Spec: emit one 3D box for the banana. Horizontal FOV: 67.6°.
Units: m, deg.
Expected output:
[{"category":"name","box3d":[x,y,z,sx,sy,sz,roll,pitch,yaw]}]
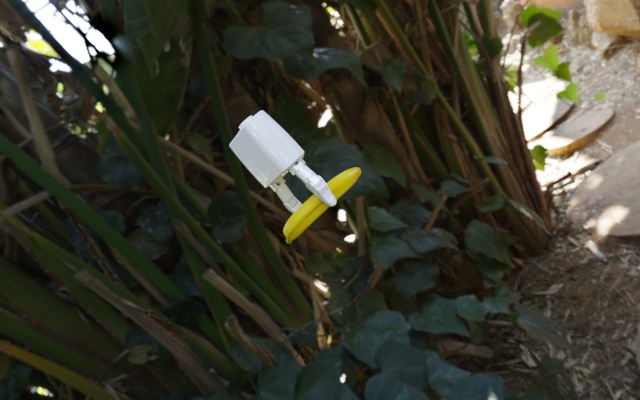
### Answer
[{"category":"banana","box3d":[-0.004,0.007,0.870,0.198,0.037,0.069,-43,-1,8]}]
